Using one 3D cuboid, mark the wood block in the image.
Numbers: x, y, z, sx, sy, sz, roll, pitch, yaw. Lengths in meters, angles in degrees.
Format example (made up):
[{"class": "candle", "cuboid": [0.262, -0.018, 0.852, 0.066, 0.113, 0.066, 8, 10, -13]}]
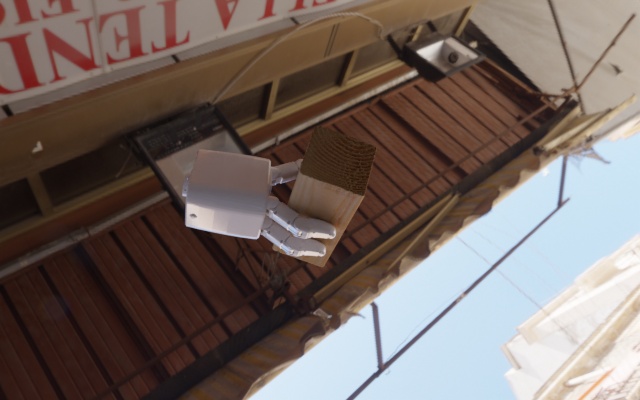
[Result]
[{"class": "wood block", "cuboid": [0.000, 0.002, 0.696, 0.090, 0.090, 0.206, 20, -36, -4]}]
